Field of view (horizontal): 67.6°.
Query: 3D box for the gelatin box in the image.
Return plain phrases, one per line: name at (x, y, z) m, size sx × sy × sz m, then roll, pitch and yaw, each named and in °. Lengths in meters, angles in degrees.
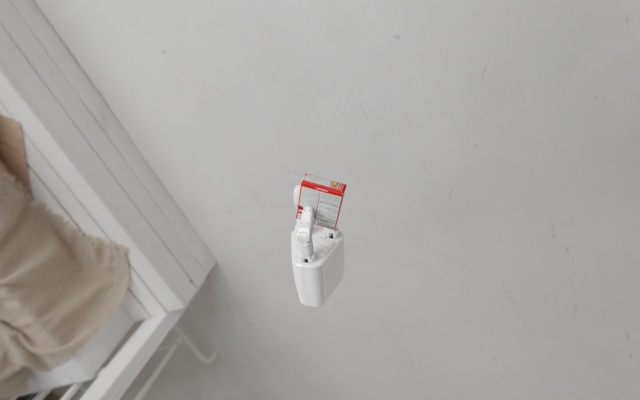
gelatin box at (0.000, 0.003, 0.817) m, size 0.073 × 0.089 × 0.030 m, roll 16°, pitch 42°, yaw 6°
